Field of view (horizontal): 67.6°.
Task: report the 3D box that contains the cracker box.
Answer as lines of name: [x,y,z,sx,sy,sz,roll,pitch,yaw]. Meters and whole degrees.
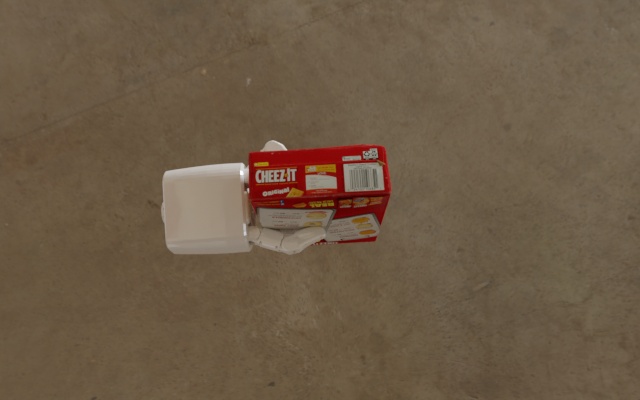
cracker box: [0.000,0.002,0.645,0.164,0.072,0.214,-4,-20,0]
